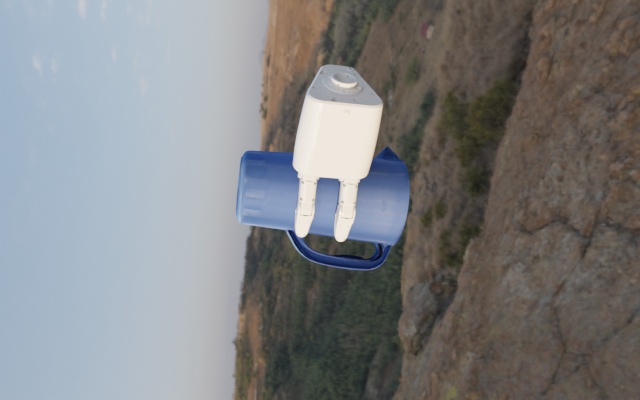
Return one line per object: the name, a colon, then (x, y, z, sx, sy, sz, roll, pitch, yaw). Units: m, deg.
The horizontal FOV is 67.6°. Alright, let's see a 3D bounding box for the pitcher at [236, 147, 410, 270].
pitcher: (0.000, 0.002, 0.708, 0.243, 0.145, 0.149, 5, 40, -8)
